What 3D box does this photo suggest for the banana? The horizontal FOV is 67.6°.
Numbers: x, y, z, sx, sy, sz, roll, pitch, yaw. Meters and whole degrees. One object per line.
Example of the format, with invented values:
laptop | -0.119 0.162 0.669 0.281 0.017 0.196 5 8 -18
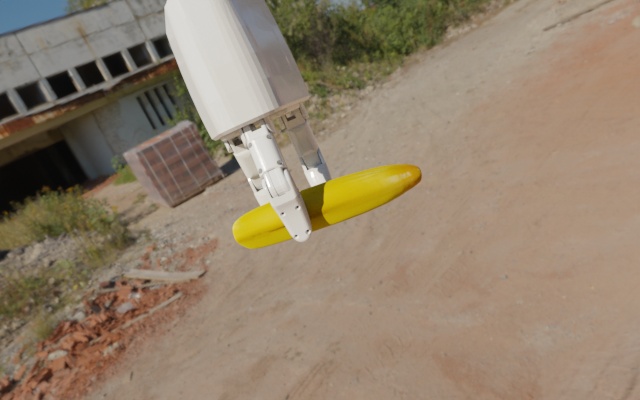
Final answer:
banana | -0.010 0.007 0.421 0.198 0.037 0.069 -19 6 28
